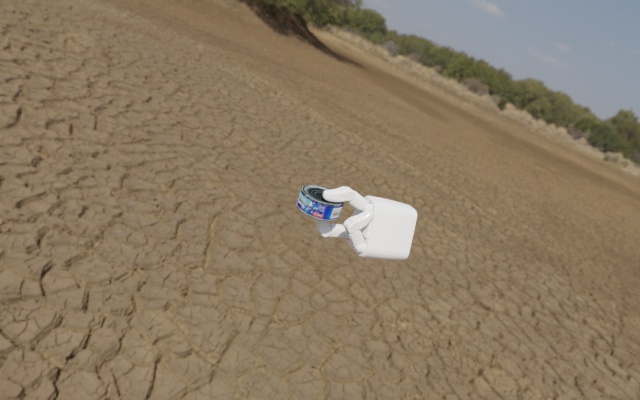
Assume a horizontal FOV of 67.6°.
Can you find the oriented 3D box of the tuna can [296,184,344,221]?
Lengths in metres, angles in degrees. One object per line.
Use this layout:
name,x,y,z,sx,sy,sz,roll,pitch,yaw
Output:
tuna can,0.000,0.002,0.892,0.086,0.034,0.086,16,22,-7
